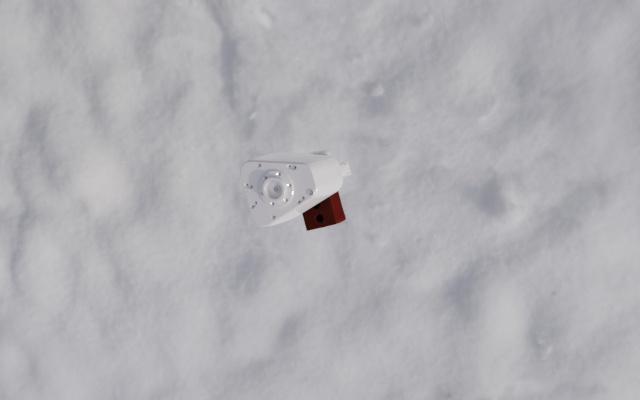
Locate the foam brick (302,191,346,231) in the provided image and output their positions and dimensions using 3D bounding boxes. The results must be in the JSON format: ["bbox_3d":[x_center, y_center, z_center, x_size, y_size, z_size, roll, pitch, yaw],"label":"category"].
[{"bbox_3d":[0.000,0.003,0.750,0.053,0.078,0.051,-14,4,21],"label":"foam brick"}]
